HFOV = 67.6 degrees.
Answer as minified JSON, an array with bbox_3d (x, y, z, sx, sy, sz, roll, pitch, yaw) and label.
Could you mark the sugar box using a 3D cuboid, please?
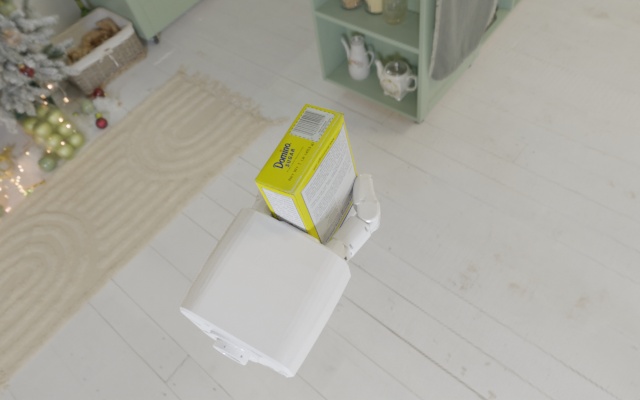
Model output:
[{"bbox_3d":[0.000,0.001,0.468,0.048,0.093,0.176,21,-27,22],"label":"sugar box"}]
